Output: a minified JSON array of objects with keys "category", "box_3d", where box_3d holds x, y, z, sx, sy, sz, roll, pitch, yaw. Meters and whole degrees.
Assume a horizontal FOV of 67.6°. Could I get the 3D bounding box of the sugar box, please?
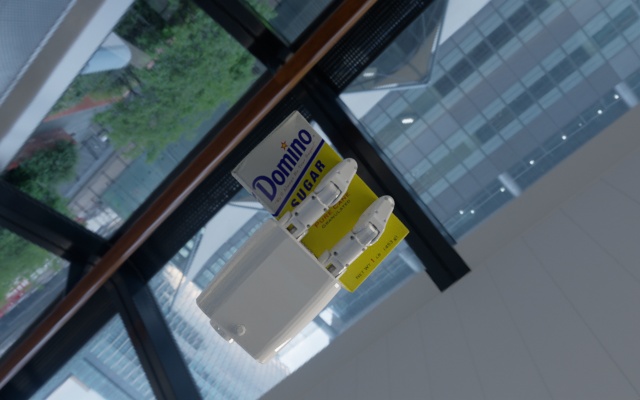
[{"category":"sugar box","box_3d":[0.000,0.002,0.504,0.176,0.093,0.048,46,-10,-11]}]
